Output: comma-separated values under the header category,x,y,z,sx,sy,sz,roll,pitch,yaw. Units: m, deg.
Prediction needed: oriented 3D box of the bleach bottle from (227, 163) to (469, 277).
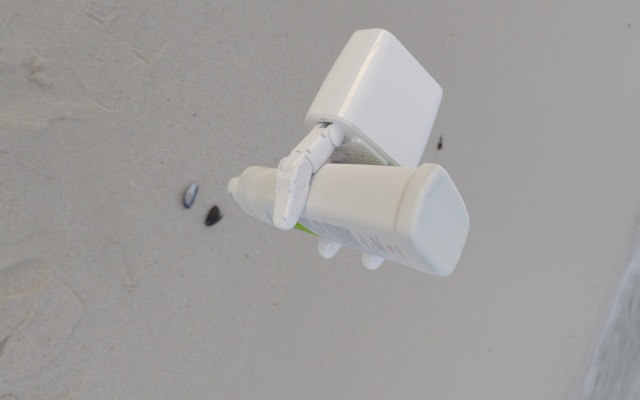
category,x,y,z,sx,sy,sz,roll,pitch,yaw
bleach bottle,0.000,0.002,0.441,0.251,0.068,0.103,11,-23,39
